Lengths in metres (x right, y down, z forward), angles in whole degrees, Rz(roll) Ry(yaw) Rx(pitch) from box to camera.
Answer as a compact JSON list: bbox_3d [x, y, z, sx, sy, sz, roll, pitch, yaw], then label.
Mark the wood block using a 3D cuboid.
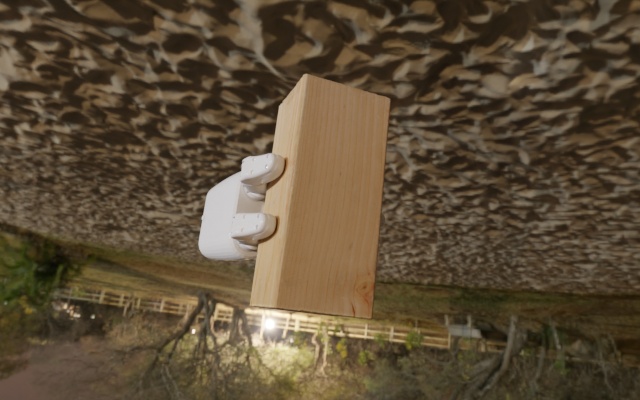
[{"bbox_3d":[0.000,0.002,0.453,0.091,0.206,0.090,11,-15,-19],"label":"wood block"}]
